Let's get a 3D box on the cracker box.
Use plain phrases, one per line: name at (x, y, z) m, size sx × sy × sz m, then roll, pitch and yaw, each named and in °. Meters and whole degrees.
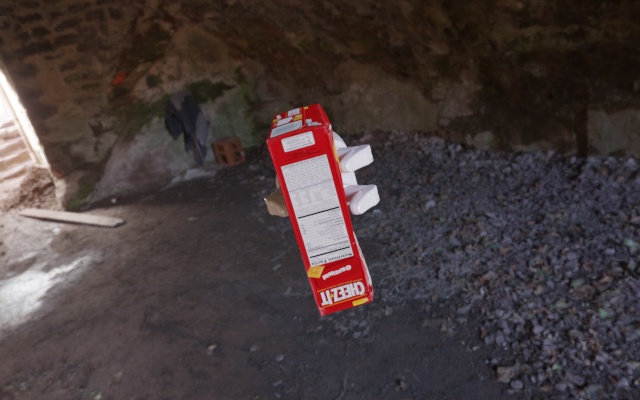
cracker box at (0.000, 0.002, 0.582) m, size 0.072 × 0.214 × 0.164 m, roll -16°, pitch 19°, yaw 2°
